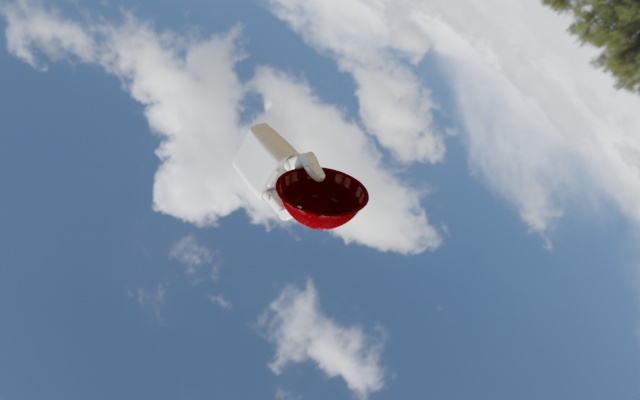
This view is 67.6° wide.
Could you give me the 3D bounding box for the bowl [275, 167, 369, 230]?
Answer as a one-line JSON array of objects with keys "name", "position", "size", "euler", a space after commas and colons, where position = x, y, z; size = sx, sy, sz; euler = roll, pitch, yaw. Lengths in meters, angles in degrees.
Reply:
[{"name": "bowl", "position": [0.001, 0.004, 0.826], "size": [0.162, 0.055, 0.162], "euler": [6, 31, -4]}]
